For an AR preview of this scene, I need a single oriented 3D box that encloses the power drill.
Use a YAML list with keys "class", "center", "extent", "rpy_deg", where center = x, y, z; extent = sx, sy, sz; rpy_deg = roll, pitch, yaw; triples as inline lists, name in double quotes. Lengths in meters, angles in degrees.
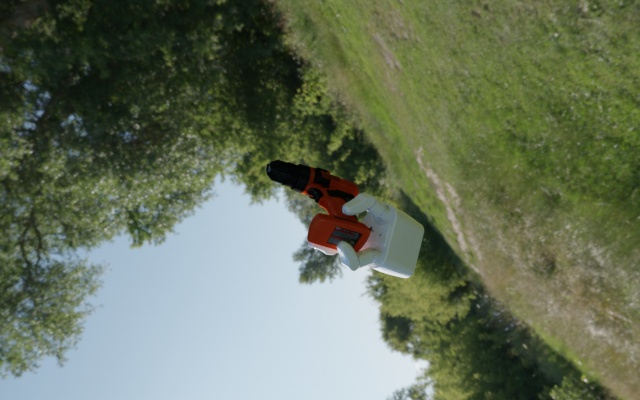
- class: "power drill"
  center: [0.000, 0.003, 0.826]
  extent: [0.184, 0.057, 0.187]
  rpy_deg: [15, 30, -22]
